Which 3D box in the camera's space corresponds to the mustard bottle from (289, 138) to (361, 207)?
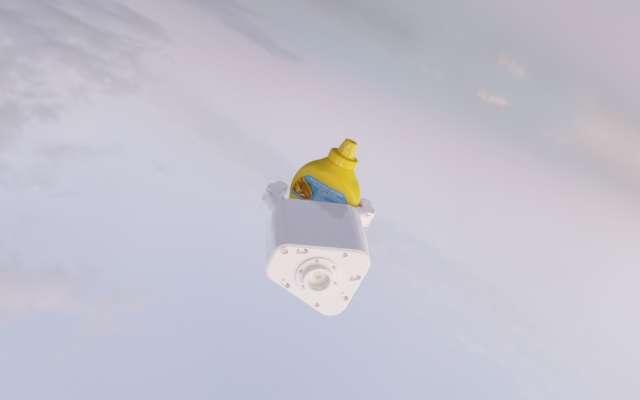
[{"bbox_3d":[0.000,0.002,0.658,0.096,0.192,0.058,30,22,8],"label":"mustard bottle"}]
